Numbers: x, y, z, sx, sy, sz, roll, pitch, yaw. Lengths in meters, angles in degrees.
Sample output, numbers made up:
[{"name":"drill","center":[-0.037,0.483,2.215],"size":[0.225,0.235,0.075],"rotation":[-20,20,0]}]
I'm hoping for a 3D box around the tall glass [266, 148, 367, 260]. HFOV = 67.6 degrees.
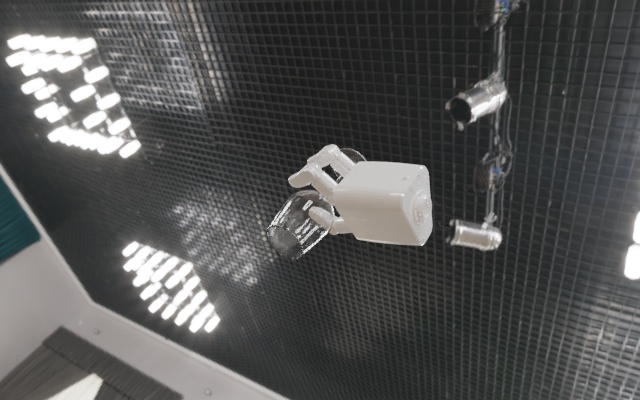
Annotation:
[{"name":"tall glass","center":[0.000,0.002,0.726],"size":[0.079,0.079,0.201],"rotation":[0,35,39]}]
